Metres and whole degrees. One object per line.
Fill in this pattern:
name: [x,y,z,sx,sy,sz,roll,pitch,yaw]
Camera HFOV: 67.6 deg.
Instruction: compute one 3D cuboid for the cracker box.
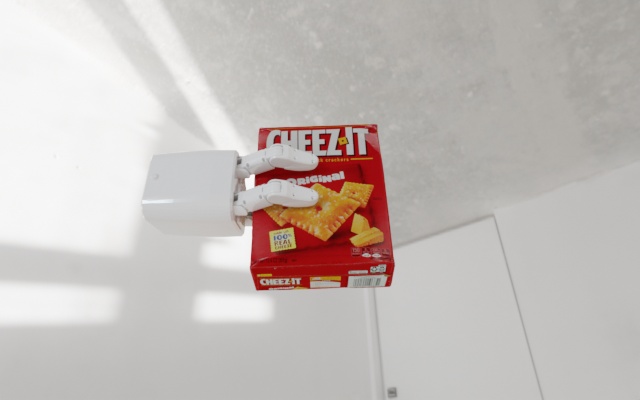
cracker box: [0.000,0.002,0.603,0.164,0.213,0.072,-2,-34,0]
